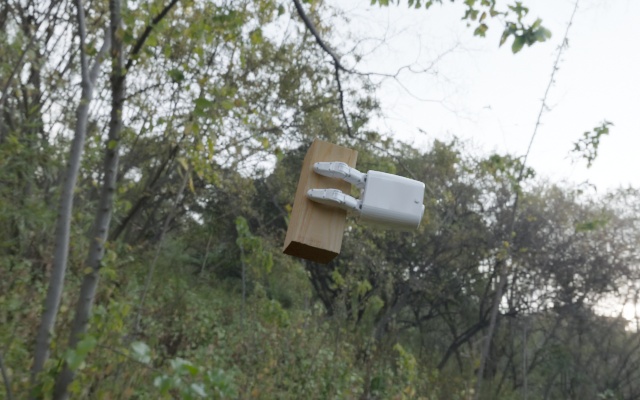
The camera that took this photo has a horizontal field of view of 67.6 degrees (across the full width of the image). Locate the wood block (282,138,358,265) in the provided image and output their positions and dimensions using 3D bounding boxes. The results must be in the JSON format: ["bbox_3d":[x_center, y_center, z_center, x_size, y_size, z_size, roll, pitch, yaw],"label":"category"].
[{"bbox_3d":[0.000,0.003,0.895,0.090,0.206,0.091,16,-24,-9],"label":"wood block"}]
